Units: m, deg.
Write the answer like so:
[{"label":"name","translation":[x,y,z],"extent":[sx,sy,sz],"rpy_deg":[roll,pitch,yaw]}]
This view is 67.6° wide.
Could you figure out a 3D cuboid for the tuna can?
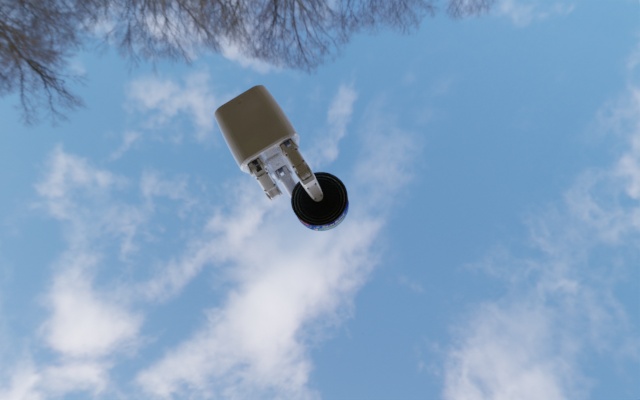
[{"label":"tuna can","translation":[0.000,0.003,0.724],"extent":[0.086,0.086,0.034],"rpy_deg":[0,-20,8]}]
